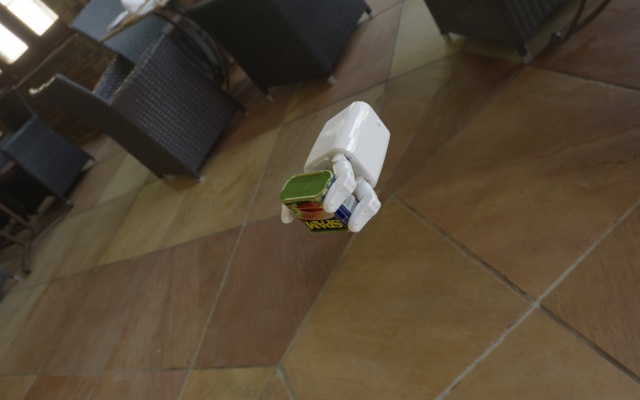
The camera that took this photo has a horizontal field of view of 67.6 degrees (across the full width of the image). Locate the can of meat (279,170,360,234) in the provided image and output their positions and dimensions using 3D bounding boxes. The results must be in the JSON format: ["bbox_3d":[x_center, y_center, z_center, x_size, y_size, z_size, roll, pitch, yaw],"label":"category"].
[{"bbox_3d":[0.000,0.002,0.714,0.102,0.057,0.084,-6,-41,43],"label":"can of meat"}]
